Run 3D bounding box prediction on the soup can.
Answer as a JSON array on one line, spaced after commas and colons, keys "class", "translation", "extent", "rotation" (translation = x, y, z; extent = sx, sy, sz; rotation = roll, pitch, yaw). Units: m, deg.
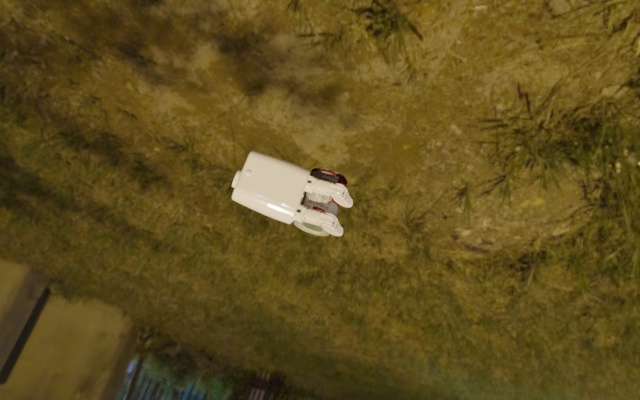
[{"class": "soup can", "translation": [0.000, 0.003, 0.833], "extent": [0.068, 0.102, 0.068], "rotation": [17, -20, 6]}]
